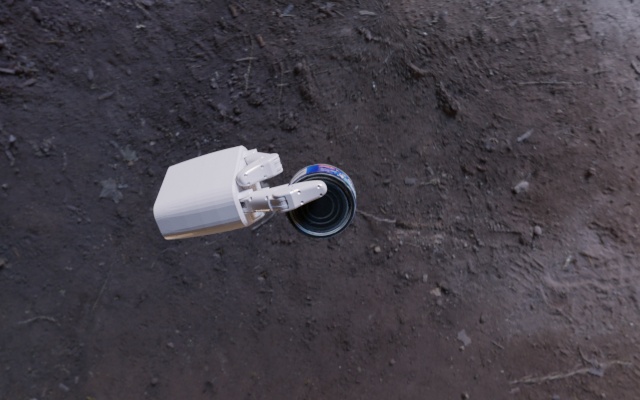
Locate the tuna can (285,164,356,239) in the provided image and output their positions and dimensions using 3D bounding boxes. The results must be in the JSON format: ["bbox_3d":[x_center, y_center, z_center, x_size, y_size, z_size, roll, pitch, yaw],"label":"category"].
[{"bbox_3d":[0.000,0.002,0.568,0.086,0.086,0.033,0,20,2],"label":"tuna can"}]
